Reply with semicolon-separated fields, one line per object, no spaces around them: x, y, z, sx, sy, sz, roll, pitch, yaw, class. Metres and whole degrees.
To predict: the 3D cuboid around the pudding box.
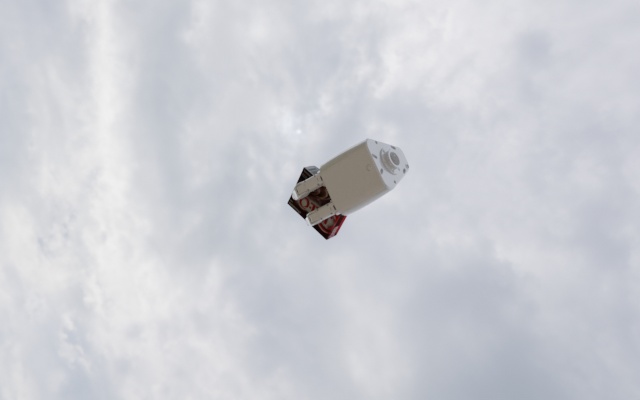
0.000;0.003;0.884;0.113;0.090;0.039;43;35;24;pudding box
